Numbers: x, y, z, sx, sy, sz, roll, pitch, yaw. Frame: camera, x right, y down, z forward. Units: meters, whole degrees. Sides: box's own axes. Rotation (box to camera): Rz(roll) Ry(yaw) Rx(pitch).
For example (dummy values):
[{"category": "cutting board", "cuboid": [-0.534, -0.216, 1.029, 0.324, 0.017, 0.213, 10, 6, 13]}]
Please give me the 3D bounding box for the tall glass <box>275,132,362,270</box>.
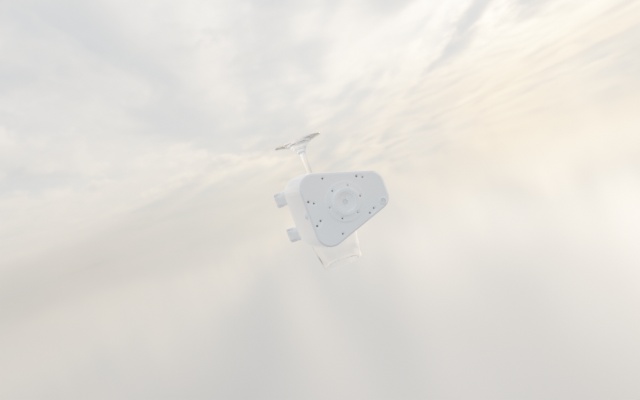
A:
[{"category": "tall glass", "cuboid": [0.000, 0.002, 0.732, 0.079, 0.201, 0.079, -21, 3, 1]}]
